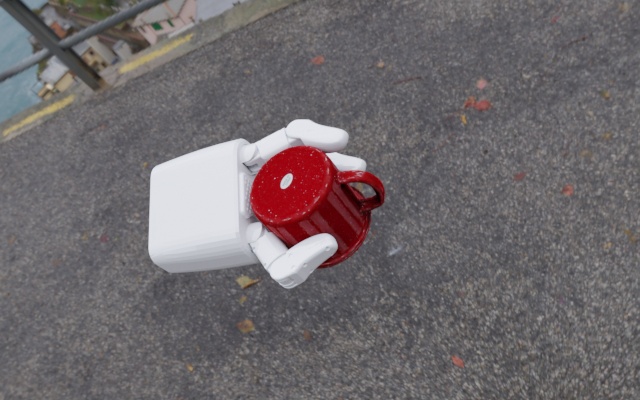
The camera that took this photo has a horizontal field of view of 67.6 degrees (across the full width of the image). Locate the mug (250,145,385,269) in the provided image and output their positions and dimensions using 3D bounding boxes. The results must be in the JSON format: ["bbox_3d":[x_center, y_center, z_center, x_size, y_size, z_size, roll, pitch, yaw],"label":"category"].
[{"bbox_3d":[0.001,0.001,0.431,0.117,0.093,0.081,-13,-35,21],"label":"mug"}]
